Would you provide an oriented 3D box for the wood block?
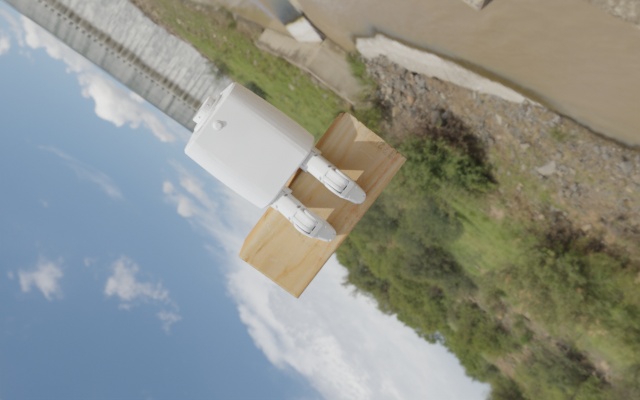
[{"bbox_3d":[0.000,0.002,0.586,0.090,0.206,0.091,37,6,-8],"label":"wood block"}]
